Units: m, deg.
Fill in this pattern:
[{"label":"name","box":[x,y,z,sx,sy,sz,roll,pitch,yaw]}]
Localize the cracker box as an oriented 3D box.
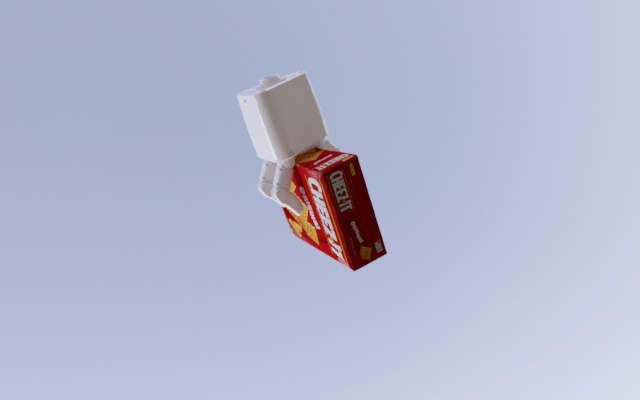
[{"label":"cracker box","box":[0.000,0.002,0.766,0.072,0.164,0.213,-28,22,-20]}]
